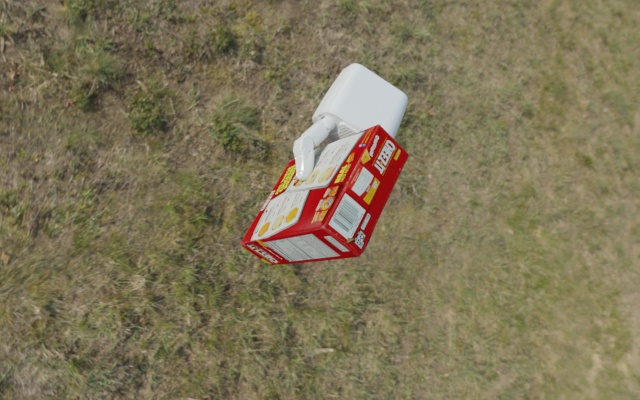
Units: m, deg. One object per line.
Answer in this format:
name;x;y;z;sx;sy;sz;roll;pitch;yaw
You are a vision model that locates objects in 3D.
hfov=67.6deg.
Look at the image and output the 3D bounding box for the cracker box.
cracker box;0.000;0.002;0.651;0.072;0.164;0.214;40;-29;-22
